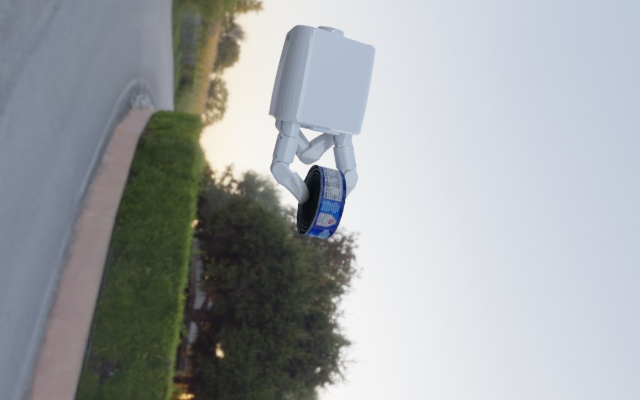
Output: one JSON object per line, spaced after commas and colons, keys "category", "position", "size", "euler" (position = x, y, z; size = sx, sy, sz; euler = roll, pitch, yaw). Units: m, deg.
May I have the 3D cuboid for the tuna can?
{"category": "tuna can", "position": [0.001, 0.002, 0.571], "size": [0.034, 0.086, 0.086], "euler": [12, -4, -17]}
